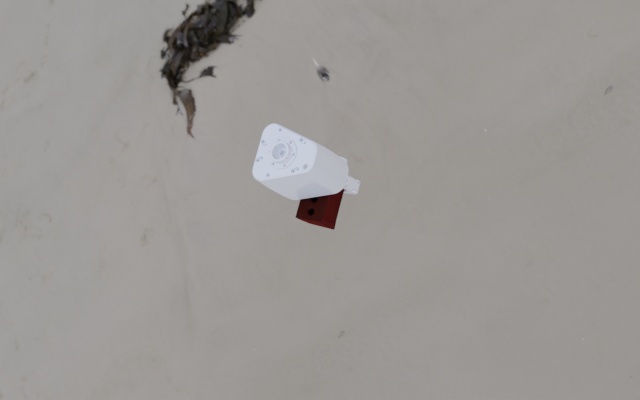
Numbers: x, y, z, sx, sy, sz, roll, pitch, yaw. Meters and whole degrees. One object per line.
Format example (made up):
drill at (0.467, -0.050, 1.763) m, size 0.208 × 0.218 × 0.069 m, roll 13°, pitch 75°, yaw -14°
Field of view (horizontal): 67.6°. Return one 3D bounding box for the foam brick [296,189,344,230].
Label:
foam brick at (0.000, 0.003, 0.802) m, size 0.053 × 0.078 × 0.051 m, roll 10°, pitch -9°, yaw 29°
